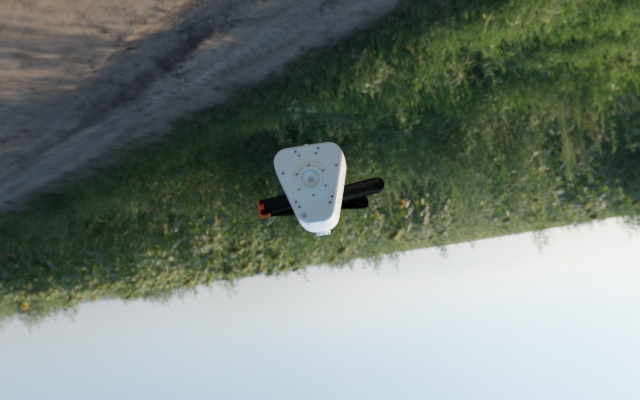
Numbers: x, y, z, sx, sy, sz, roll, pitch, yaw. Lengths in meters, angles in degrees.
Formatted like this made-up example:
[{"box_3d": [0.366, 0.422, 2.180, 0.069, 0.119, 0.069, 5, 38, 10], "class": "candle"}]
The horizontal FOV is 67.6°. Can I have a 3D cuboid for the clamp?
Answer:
[{"box_3d": [0.000, 0.004, 0.822, 0.210, 0.036, 0.164, -9, -11, 2], "class": "clamp"}]
